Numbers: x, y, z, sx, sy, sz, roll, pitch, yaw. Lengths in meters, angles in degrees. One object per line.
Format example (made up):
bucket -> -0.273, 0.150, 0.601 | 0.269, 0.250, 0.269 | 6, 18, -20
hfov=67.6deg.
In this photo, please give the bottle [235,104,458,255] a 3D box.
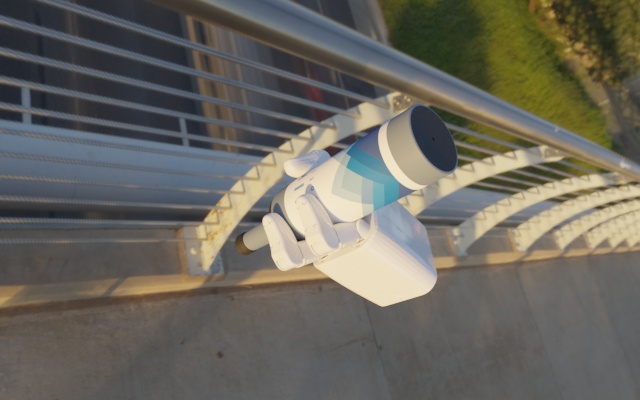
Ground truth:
bottle -> 0.000, 0.001, 0.500 | 0.069, 0.069, 0.296 | 0, -22, -44
